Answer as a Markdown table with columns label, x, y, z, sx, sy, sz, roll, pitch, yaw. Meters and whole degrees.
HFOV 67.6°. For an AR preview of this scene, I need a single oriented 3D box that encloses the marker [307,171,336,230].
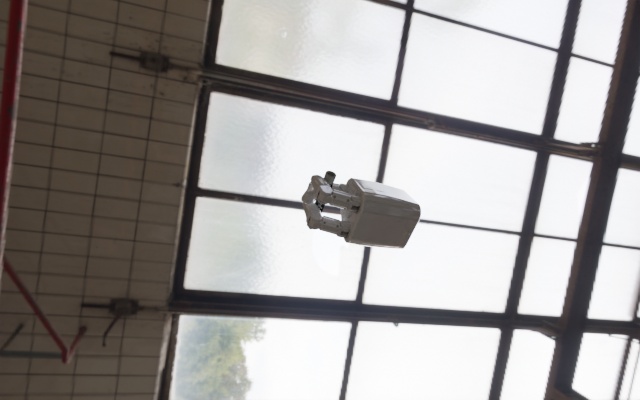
| label | x | y | z | sx | sy | sz | roll | pitch | yaw |
| --- | --- | --- | --- | --- | --- | --- | --- | --- | --- |
| marker | 0.000 | 0.003 | 0.814 | 0.020 | 0.121 | 0.020 | 14 | 35 | -10 |
